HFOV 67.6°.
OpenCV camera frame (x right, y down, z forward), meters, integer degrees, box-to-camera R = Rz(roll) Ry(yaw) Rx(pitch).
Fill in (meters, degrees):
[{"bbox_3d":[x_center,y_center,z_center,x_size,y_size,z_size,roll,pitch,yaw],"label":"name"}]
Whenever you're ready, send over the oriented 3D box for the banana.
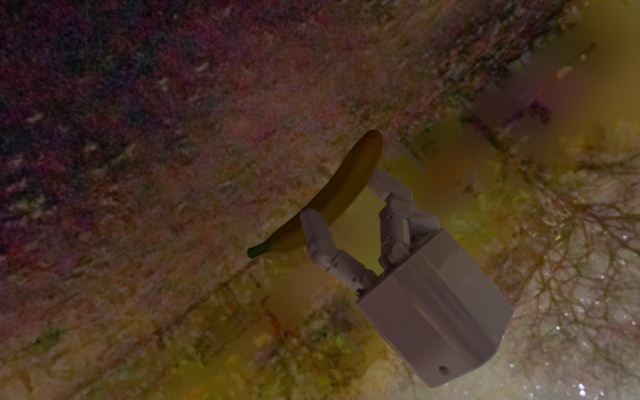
[{"bbox_3d":[0.006,0.002,0.506,0.198,0.037,0.069,-45,-14,23],"label":"banana"}]
